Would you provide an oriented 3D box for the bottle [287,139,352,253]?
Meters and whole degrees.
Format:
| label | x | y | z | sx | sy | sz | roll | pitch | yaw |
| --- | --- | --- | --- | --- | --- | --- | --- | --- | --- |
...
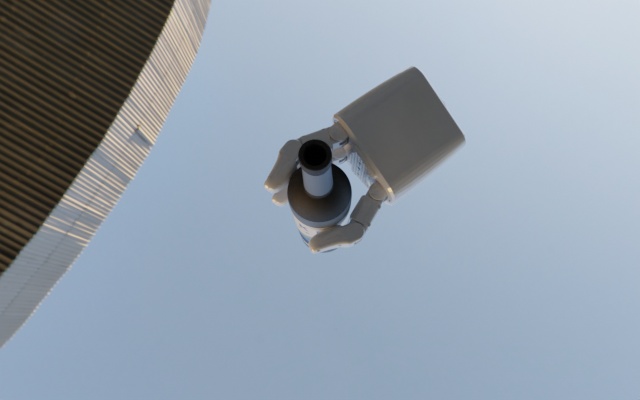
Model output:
| label | x | y | z | sx | sy | sz | roll | pitch | yaw |
| --- | --- | --- | --- | --- | --- | --- | --- | --- | --- |
| bottle | 0.000 | 0.002 | 0.523 | 0.069 | 0.069 | 0.296 | 0 | -15 | 2 |
